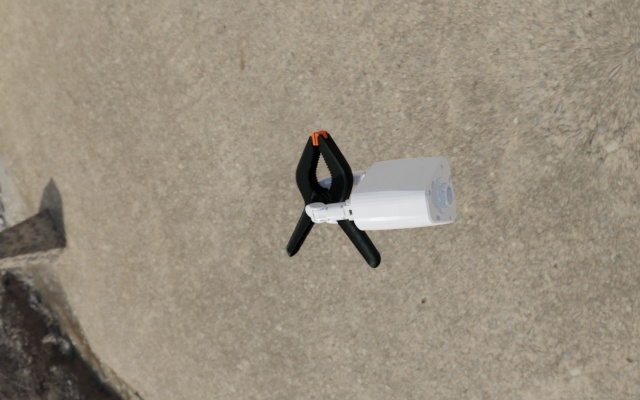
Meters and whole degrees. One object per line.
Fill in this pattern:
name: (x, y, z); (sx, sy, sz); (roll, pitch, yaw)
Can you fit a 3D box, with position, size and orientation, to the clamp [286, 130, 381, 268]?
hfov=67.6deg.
clamp: (0.000, 0.002, 0.722); (0.164, 0.210, 0.036); (-5, 12, 33)
